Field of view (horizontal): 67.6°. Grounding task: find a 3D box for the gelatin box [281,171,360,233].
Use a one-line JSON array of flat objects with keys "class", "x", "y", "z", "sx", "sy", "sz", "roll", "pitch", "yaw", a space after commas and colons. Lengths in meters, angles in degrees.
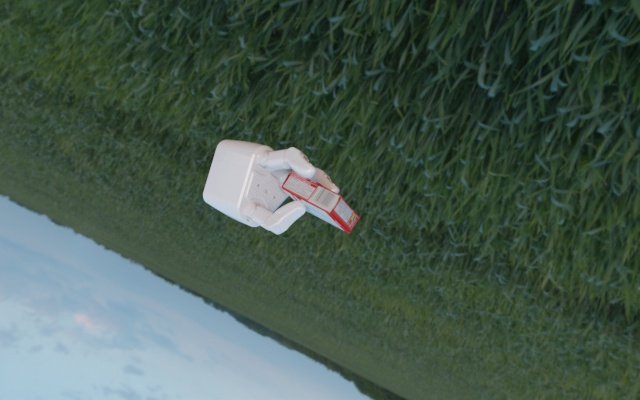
[{"class": "gelatin box", "x": 0.000, "y": 0.003, "z": 0.637, "sx": 0.089, "sy": 0.030, "sz": 0.073, "roll": 27, "pitch": -11, "yaw": 33}]
